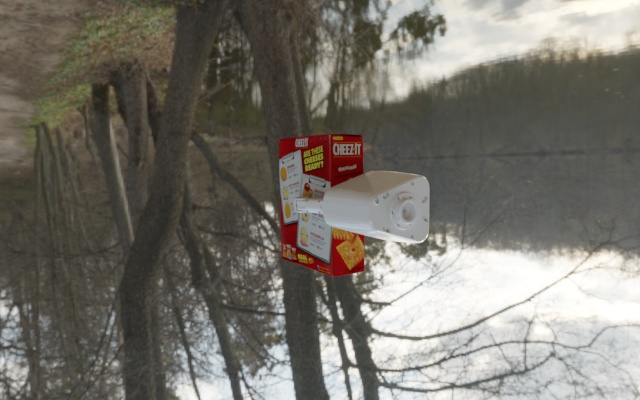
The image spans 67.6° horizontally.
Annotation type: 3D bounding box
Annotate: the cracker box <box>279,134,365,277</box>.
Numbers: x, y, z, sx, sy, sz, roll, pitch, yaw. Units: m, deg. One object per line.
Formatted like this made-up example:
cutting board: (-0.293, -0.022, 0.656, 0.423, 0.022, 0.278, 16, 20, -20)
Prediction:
cracker box: (0.000, 0.003, 0.785, 0.072, 0.214, 0.164, -4, 6, -33)
